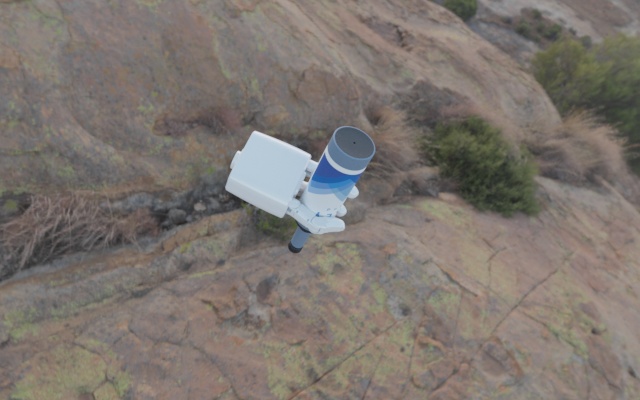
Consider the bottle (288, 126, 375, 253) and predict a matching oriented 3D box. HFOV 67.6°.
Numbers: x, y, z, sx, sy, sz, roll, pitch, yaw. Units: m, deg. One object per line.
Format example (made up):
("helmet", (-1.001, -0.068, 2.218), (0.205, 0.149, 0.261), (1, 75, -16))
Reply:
("bottle", (0.000, 0.003, 0.800), (0.069, 0.069, 0.296), (0, -36, -24))
